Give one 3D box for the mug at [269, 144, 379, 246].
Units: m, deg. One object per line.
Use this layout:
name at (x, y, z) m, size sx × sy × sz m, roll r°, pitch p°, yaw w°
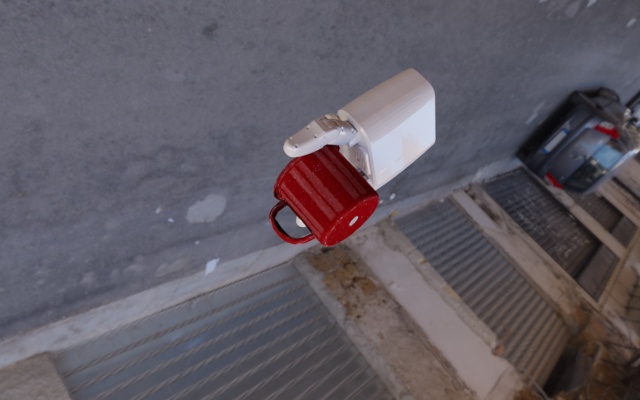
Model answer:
mug at (-0.001, 0.003, 0.516) m, size 0.117 × 0.081 × 0.093 m, roll -36°, pitch -20°, yaw -14°
